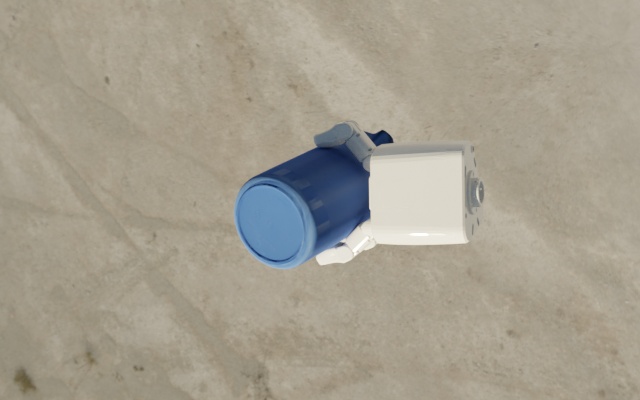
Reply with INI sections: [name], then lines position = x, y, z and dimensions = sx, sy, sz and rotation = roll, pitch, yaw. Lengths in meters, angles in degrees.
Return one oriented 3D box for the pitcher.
[pitcher]
position = 0.000, 0.002, 0.610
dimensions = 0.145, 0.149, 0.242
rotation = -2, 15, 31
